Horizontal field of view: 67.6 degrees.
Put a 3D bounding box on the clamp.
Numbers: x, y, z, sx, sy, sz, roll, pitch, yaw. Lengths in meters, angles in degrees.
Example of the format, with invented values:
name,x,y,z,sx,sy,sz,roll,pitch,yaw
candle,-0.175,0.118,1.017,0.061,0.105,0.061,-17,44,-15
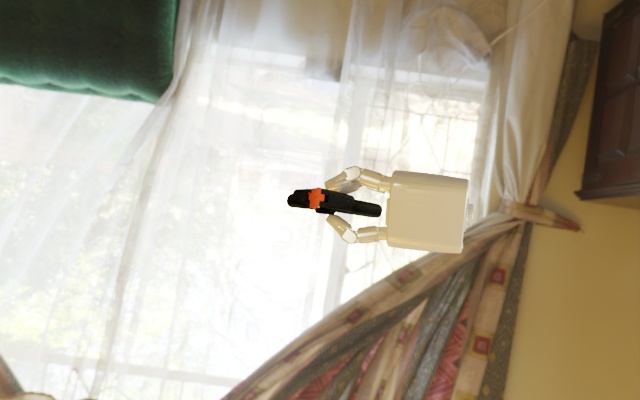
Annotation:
name,x,y,z,sx,sy,sz,roll,pitch,yaw
clamp,0.000,0.003,0.733,0.164,0.036,0.210,6,-3,16
